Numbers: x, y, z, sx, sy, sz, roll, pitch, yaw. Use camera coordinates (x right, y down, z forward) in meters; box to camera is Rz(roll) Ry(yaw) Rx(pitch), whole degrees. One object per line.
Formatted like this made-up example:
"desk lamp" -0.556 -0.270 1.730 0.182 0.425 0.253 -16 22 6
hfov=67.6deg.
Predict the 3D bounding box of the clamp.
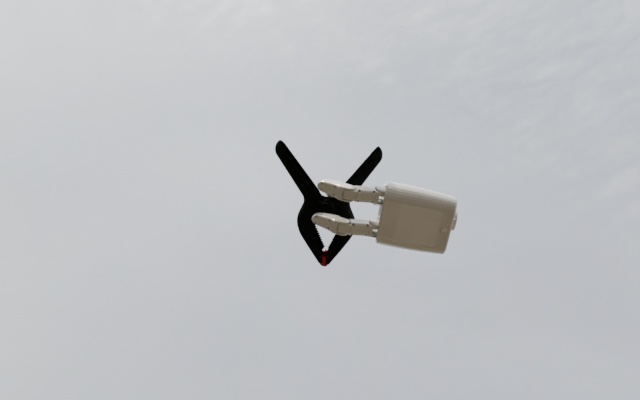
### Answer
"clamp" 0.000 0.003 0.757 0.164 0.210 0.036 12 21 8
